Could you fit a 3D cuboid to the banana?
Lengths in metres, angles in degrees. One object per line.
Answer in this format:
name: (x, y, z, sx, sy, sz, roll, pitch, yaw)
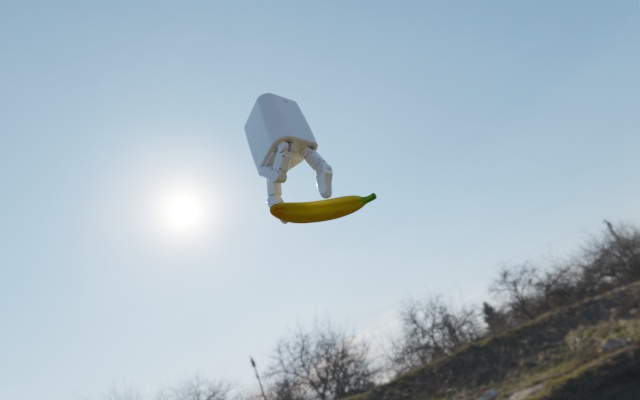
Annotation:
banana: (-0.002, 0.012, 0.825, 0.198, 0.037, 0.070, -9, -29, -26)
